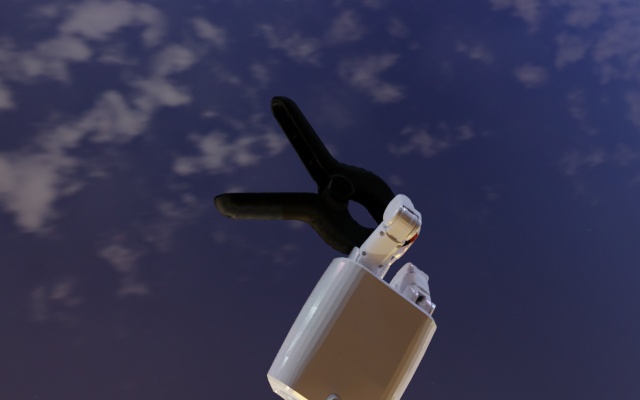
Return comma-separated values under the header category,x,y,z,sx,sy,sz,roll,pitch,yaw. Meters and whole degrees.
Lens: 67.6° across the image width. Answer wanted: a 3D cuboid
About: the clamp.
category,x,y,z,sx,sy,sz,roll,pitch,yaw
clamp,0.000,0.001,0.401,0.171,0.120,0.039,37,-23,-5
